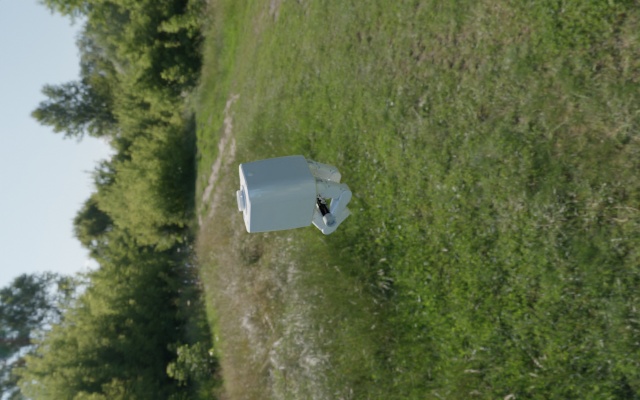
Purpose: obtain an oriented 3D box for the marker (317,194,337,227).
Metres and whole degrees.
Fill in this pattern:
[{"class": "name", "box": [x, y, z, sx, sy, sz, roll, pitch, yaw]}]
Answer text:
[{"class": "marker", "box": [0.000, 0.003, 0.827, 0.020, 0.020, 0.121, 0, 35, -21]}]
